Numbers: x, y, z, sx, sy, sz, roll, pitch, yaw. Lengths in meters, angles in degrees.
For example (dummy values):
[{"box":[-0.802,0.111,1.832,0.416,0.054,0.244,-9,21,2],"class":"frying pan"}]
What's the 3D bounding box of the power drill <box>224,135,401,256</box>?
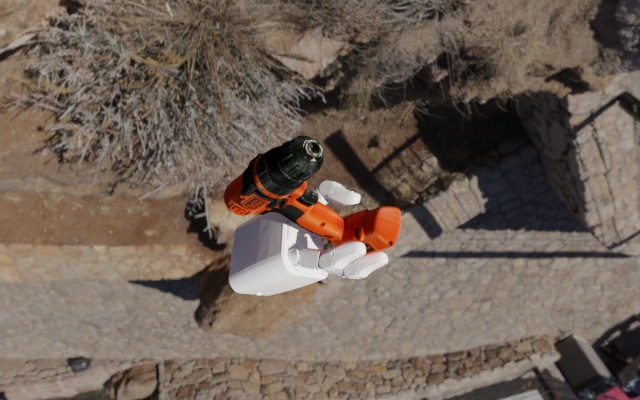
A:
[{"box":[0.000,0.002,0.552,0.188,0.057,0.184,28,-28,-24],"class":"power drill"}]
